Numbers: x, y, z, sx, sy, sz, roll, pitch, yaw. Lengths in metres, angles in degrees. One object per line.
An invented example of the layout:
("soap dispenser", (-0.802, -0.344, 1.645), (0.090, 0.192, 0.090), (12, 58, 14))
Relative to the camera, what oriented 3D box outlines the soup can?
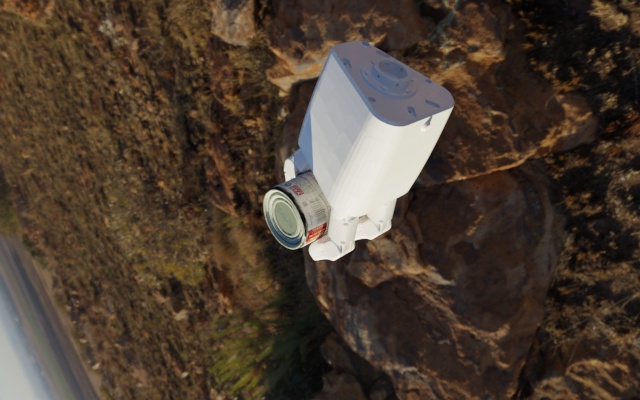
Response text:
("soup can", (0.000, 0.002, 0.502), (0.102, 0.068, 0.068), (-25, 15, -36))
